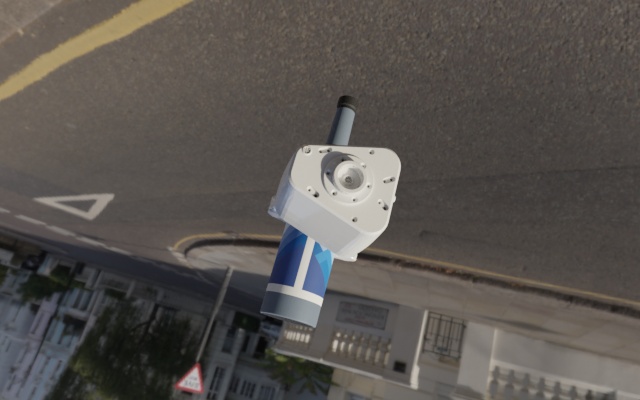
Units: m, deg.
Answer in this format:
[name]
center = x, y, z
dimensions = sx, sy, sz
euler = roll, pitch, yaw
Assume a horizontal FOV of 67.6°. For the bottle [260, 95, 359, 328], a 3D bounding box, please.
[bottle]
center = 0.000, 0.002, 0.591
dimensions = 0.069, 0.295, 0.069
euler = 14, -18, 5
